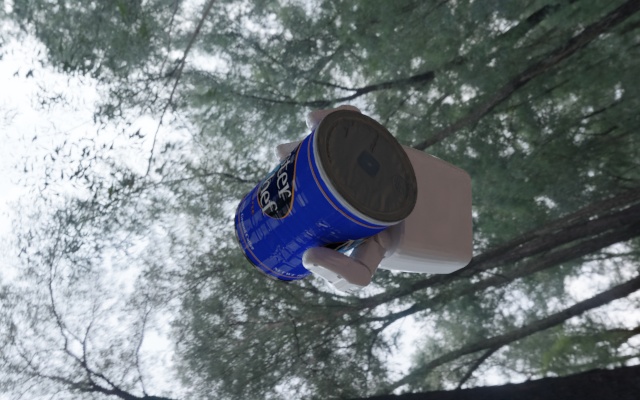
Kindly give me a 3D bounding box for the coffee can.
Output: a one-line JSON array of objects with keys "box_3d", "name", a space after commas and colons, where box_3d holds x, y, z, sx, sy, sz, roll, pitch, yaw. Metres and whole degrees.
[{"box_3d": [0.000, 0.001, 0.425, 0.103, 0.102, 0.140, 0, -26, -39], "name": "coffee can"}]
